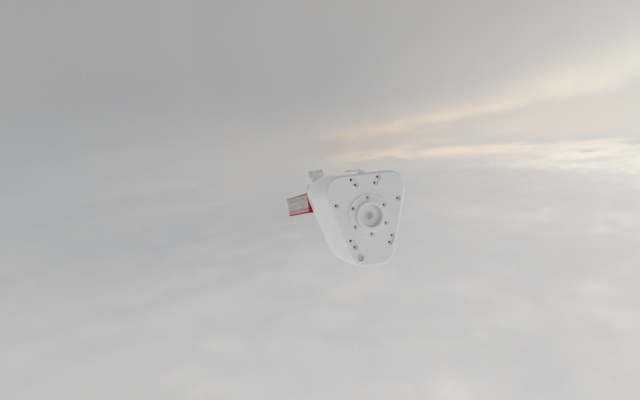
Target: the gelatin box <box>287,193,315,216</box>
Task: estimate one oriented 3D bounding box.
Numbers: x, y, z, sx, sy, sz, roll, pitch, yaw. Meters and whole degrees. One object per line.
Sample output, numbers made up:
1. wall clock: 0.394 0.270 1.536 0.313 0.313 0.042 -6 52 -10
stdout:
1. gelatin box: 0.000 0.003 0.698 0.073 0.030 0.089 -7 -3 -23
